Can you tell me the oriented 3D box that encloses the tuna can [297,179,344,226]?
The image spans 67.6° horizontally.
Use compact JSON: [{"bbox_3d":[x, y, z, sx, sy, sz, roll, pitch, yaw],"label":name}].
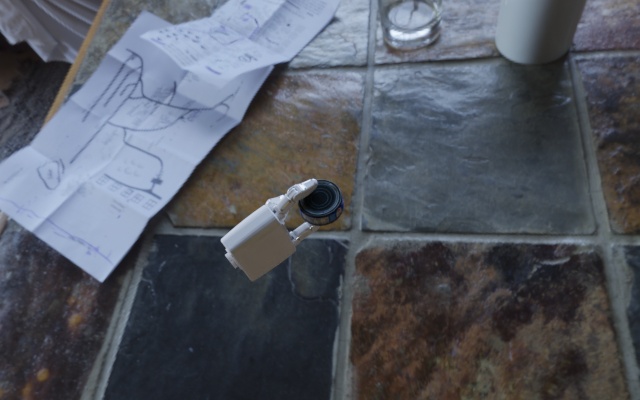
[{"bbox_3d":[0.000,0.003,0.898,0.086,0.086,0.034,0,-33,9],"label":"tuna can"}]
